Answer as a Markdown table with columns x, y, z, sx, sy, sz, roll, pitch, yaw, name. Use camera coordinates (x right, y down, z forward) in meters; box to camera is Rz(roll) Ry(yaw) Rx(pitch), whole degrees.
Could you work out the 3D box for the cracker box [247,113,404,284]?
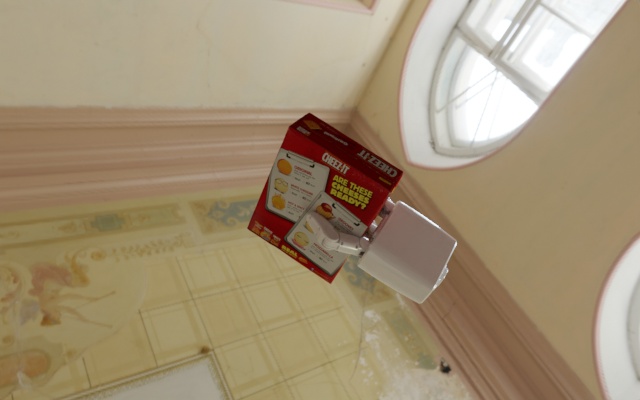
| x | y | z | sx | sy | sz | roll | pitch | yaw | name |
| --- | --- | --- | --- | --- | --- | --- | --- | --- | --- |
| 0.000 | 0.003 | 0.714 | 0.164 | 0.214 | 0.072 | 33 | 40 | 6 | cracker box |
